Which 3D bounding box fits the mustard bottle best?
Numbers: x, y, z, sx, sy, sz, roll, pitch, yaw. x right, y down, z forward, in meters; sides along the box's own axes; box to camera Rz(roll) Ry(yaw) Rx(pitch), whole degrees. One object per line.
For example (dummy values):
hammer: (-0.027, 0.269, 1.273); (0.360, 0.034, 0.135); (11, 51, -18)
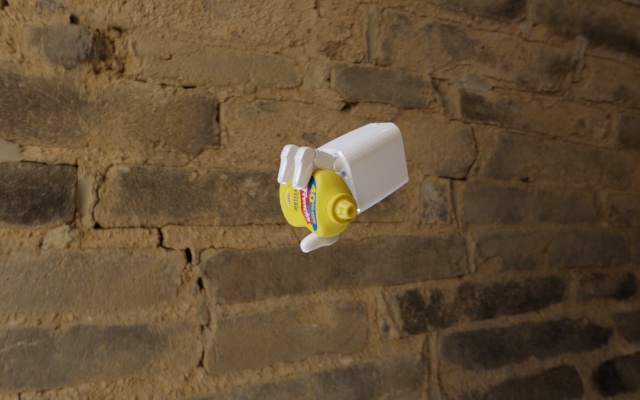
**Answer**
mustard bottle: (0.000, 0.002, 0.694); (0.058, 0.096, 0.191); (-4, 9, -25)
